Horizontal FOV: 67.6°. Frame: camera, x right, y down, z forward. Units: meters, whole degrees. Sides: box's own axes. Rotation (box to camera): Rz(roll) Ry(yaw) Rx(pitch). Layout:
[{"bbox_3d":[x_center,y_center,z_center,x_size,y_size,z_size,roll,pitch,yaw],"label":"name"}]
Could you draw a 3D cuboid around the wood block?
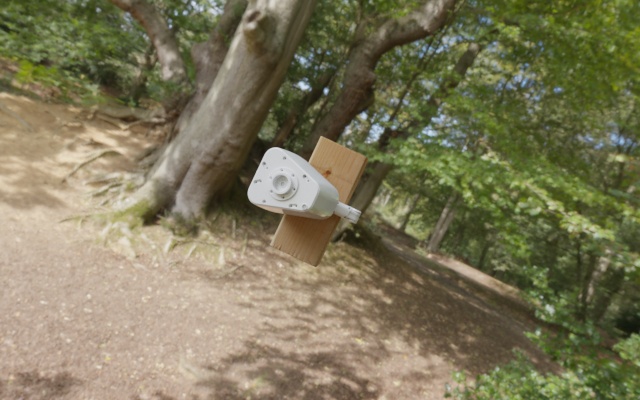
[{"bbox_3d":[0.000,0.003,0.850,0.091,0.206,0.090,26,2,5],"label":"wood block"}]
